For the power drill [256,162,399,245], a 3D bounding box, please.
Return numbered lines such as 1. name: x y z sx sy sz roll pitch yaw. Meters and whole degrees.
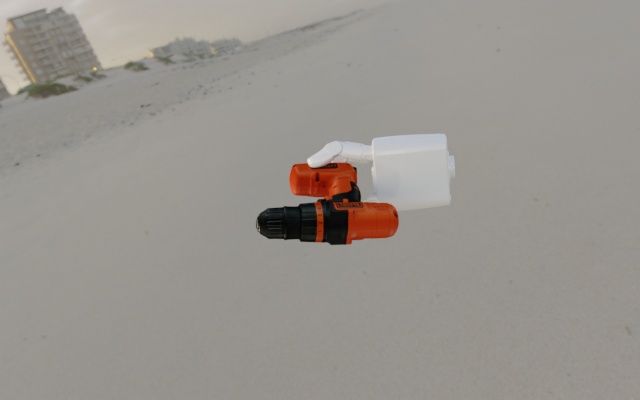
1. power drill: 0.000 0.002 0.677 0.184 0.057 0.187 1 25 -9
